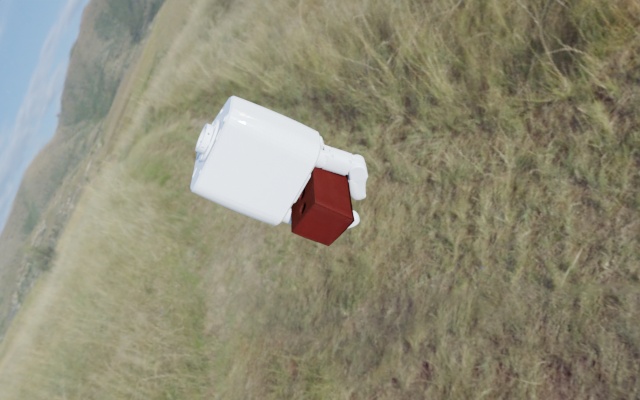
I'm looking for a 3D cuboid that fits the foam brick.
[{"bbox_3d":[0.000,0.002,0.540,0.051,0.078,0.053,22,-52,-24],"label":"foam brick"}]
